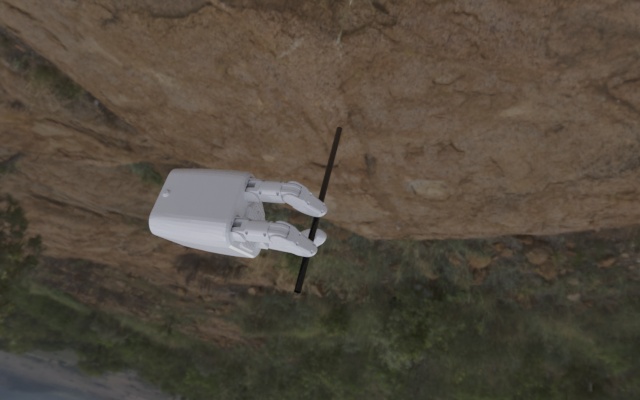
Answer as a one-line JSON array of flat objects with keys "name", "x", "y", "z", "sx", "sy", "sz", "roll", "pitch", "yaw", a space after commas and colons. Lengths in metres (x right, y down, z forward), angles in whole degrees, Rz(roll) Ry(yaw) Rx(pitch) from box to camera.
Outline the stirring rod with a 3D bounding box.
[{"name": "stirring rod", "x": 0.000, "y": 0.002, "z": 0.595, "sx": 0.011, "sy": 0.239, "sz": 0.011, "roll": 11, "pitch": -30, "yaw": 6}]
